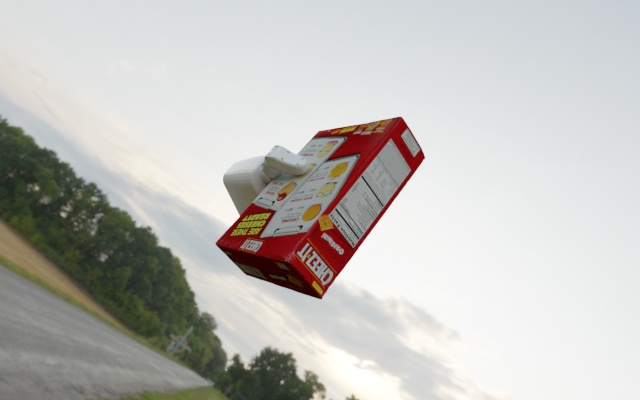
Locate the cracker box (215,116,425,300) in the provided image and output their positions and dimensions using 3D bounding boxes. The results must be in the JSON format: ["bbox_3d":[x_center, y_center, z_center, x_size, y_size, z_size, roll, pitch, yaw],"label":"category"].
[{"bbox_3d":[0.000,0.002,0.562,0.164,0.213,0.072,2,-43,54],"label":"cracker box"}]
